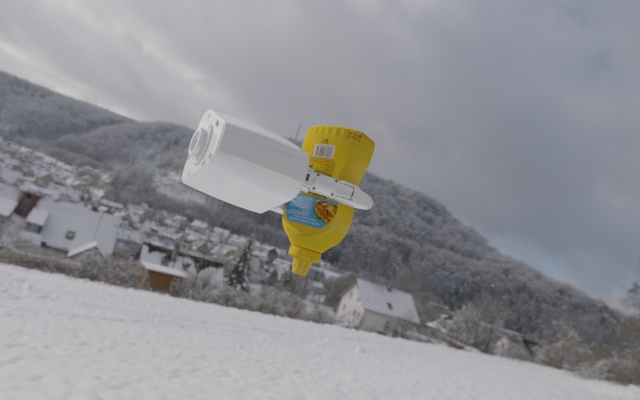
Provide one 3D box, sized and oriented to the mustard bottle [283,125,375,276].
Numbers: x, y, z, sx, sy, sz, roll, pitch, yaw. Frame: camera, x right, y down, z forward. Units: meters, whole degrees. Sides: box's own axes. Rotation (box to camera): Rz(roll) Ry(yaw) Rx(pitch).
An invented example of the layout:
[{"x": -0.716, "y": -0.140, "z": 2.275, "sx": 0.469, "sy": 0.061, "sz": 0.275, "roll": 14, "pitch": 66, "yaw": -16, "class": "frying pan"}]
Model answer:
[{"x": 0.000, "y": 0.002, "z": 0.612, "sx": 0.096, "sy": 0.191, "sz": 0.058, "roll": 12, "pitch": -8, "yaw": 36, "class": "mustard bottle"}]
